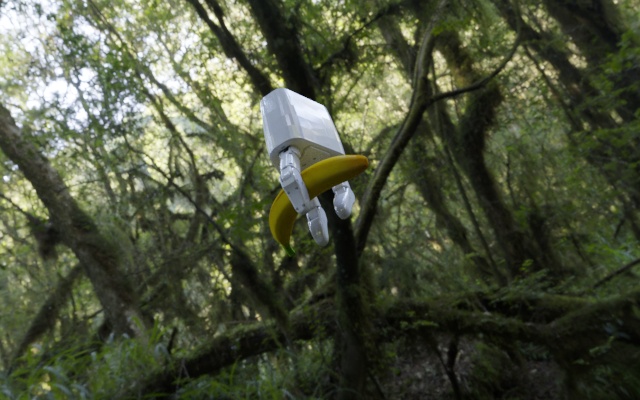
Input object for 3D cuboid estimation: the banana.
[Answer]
[{"bbox_3d":[-0.018,-0.003,0.636,0.069,0.037,0.198,26,-53,-19],"label":"banana"}]
